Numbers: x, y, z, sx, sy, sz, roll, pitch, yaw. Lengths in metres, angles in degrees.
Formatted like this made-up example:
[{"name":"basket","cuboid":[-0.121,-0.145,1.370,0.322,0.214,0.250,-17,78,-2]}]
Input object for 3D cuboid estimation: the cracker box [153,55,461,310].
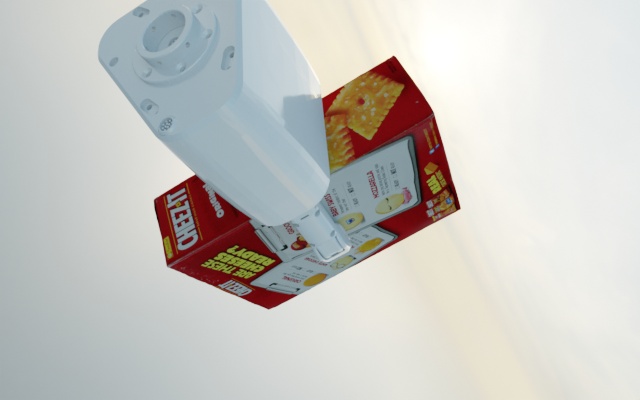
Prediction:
[{"name":"cracker box","cuboid":[0.000,0.001,0.404,0.214,0.072,0.164,-29,-31,9]}]
